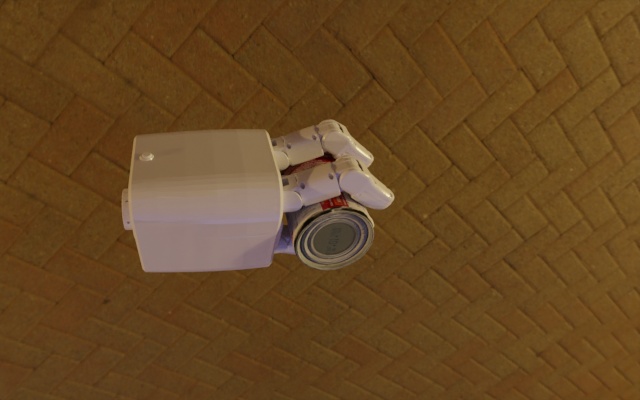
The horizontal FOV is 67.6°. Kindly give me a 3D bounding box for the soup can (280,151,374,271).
[{"bbox_3d":[0.001,0.002,0.415,0.068,0.068,0.102,0,39,-17],"label":"soup can"}]
